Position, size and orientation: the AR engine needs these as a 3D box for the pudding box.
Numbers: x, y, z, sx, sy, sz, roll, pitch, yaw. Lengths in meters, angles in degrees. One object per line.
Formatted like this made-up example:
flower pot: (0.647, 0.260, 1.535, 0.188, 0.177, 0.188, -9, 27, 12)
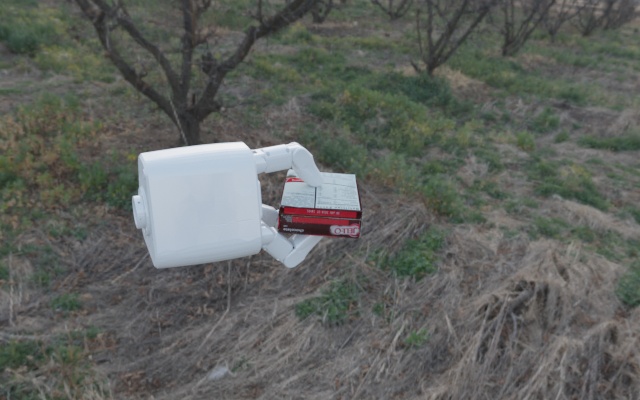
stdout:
pudding box: (0.000, 0.002, 0.551, 0.090, 0.039, 0.113, 5, 26, -1)
